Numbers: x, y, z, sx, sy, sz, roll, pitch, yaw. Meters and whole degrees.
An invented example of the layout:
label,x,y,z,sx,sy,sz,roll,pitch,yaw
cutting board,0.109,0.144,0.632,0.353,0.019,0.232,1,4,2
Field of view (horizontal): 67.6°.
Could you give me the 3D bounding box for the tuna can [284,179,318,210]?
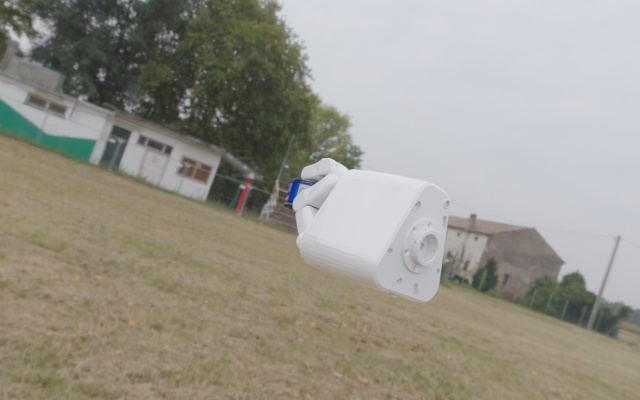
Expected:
label,x,y,z,sx,sy,sz,roll,pitch,yaw
tuna can,0.000,0.001,0.587,0.086,0.033,0.086,16,-7,2
